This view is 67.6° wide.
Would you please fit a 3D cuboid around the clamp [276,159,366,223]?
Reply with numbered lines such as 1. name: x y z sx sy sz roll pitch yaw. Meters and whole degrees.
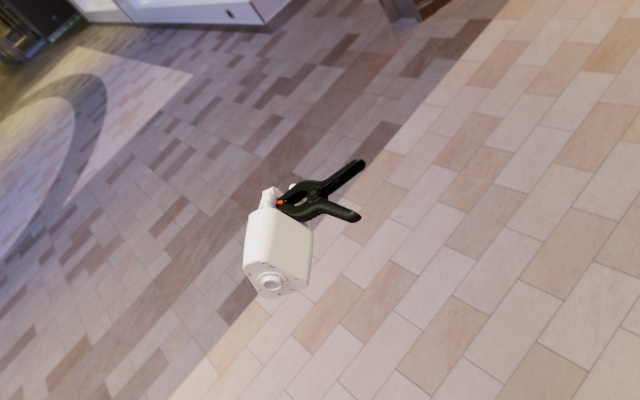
1. clamp: 0.000 0.002 0.794 0.171 0.120 0.039 -21 -48 24
